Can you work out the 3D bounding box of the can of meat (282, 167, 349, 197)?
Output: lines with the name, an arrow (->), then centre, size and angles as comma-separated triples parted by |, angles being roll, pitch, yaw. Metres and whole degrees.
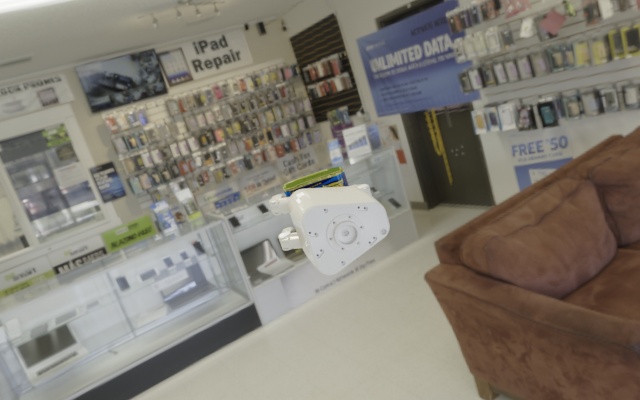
can of meat -> 0.000, 0.002, 0.732 | 0.102, 0.084, 0.057 | -19, 14, -4
